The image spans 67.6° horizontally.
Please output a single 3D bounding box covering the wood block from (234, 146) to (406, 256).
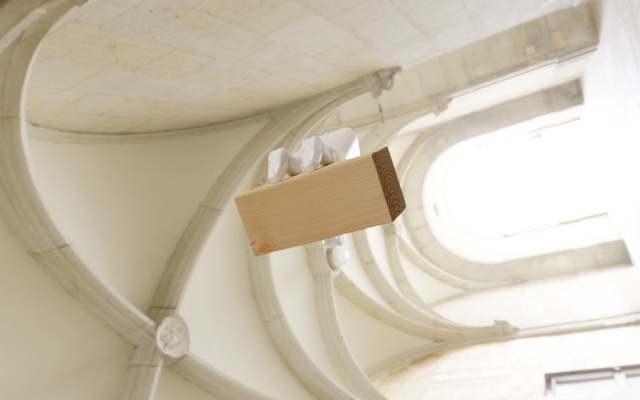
[{"bbox_3d":[0.000,0.002,0.657,0.206,0.091,0.090,-16,6,24],"label":"wood block"}]
